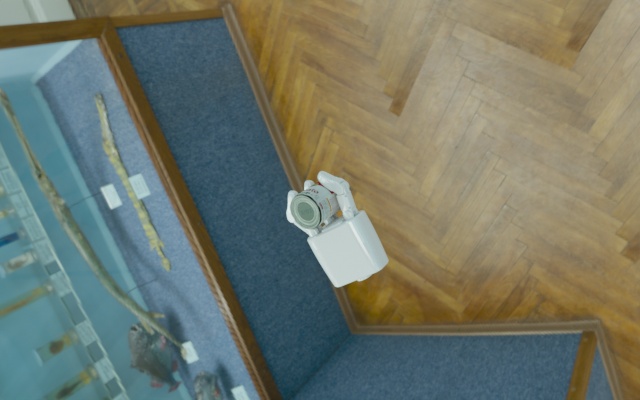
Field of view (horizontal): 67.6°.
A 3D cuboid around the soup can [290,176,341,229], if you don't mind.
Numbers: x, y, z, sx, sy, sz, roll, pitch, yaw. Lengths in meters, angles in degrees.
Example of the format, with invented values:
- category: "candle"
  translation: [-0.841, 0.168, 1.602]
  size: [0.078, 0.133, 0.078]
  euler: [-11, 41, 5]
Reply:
- category: "soup can"
  translation: [0.000, 0.002, 0.867]
  size: [0.068, 0.068, 0.102]
  euler: [0, 21, 36]
